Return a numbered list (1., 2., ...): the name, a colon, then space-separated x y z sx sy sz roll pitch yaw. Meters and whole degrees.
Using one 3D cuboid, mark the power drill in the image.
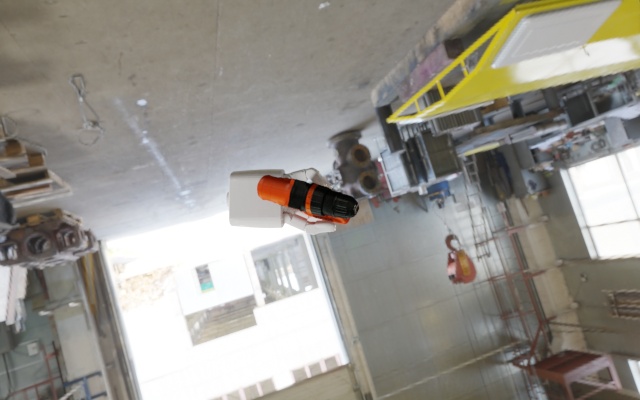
1. power drill: 0.000 0.003 0.869 0.184 0.057 0.188 16 -4 21
